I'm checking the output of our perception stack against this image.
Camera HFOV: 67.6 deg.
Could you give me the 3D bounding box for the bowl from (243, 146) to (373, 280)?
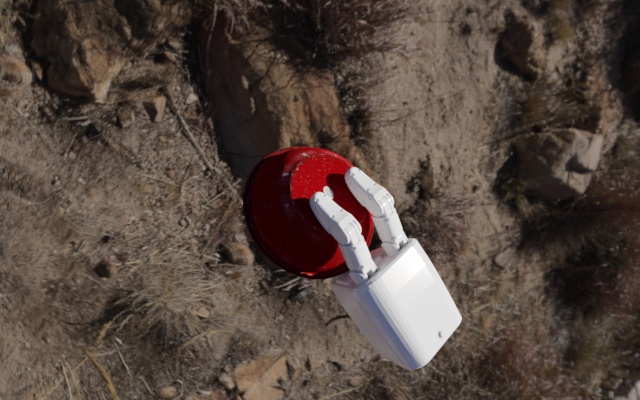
[{"bbox_3d":[-0.001,0.001,0.524,0.162,0.162,0.055,0,-21,-26],"label":"bowl"}]
